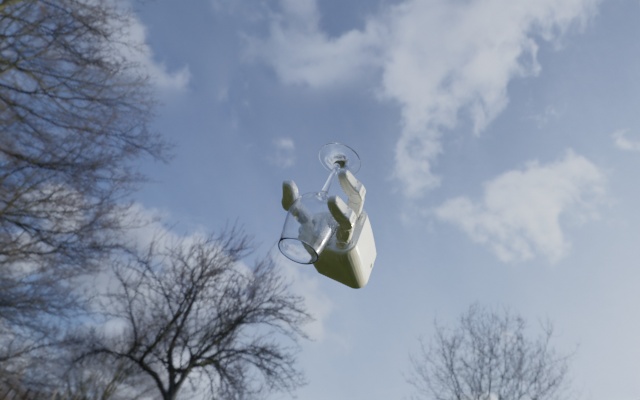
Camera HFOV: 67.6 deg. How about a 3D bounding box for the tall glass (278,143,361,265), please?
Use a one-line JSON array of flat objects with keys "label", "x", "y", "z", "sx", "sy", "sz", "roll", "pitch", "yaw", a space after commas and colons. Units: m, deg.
[{"label": "tall glass", "x": 0.000, "y": 0.002, "z": 0.746, "sx": 0.079, "sy": 0.201, "sz": 0.079, "roll": 15, "pitch": -39, "yaw": 13}]
